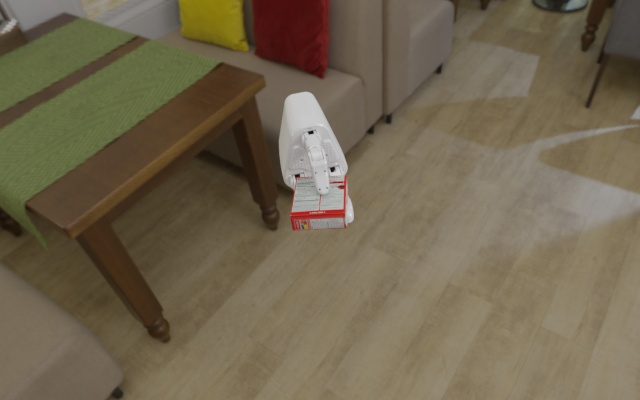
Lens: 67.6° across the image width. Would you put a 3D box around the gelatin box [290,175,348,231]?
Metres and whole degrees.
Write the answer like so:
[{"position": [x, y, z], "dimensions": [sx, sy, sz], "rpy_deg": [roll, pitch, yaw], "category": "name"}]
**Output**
[{"position": [0.000, 0.002, 0.654], "dimensions": [0.073, 0.030, 0.089], "rpy_deg": [-3, 38, 6], "category": "gelatin box"}]
